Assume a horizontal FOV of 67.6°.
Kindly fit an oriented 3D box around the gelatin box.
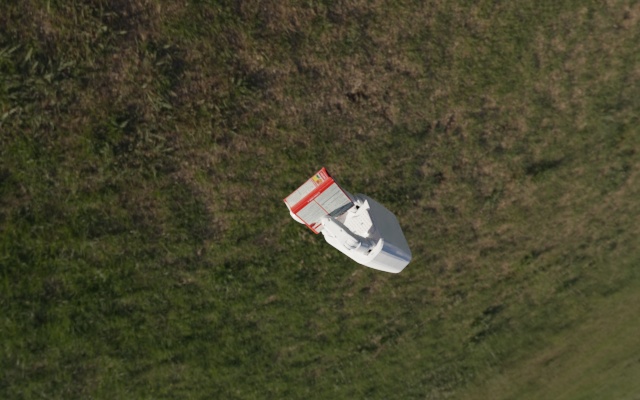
[{"bbox_3d":[0.000,0.002,0.684,0.073,0.030,0.089,-38,-34,5],"label":"gelatin box"}]
